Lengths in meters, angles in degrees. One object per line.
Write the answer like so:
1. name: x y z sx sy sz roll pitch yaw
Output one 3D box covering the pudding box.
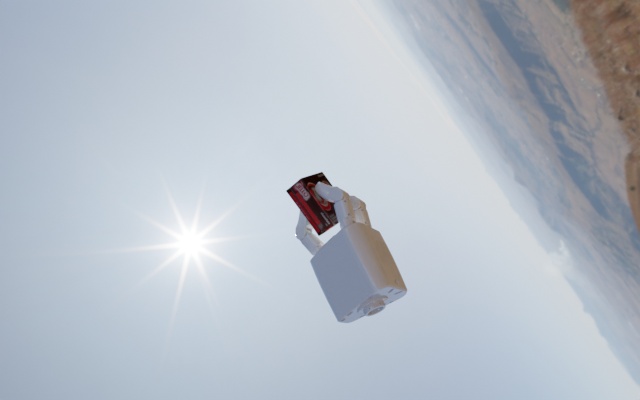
1. pudding box: 0.000 0.003 0.782 0.039 0.090 0.113 -36 -3 17
